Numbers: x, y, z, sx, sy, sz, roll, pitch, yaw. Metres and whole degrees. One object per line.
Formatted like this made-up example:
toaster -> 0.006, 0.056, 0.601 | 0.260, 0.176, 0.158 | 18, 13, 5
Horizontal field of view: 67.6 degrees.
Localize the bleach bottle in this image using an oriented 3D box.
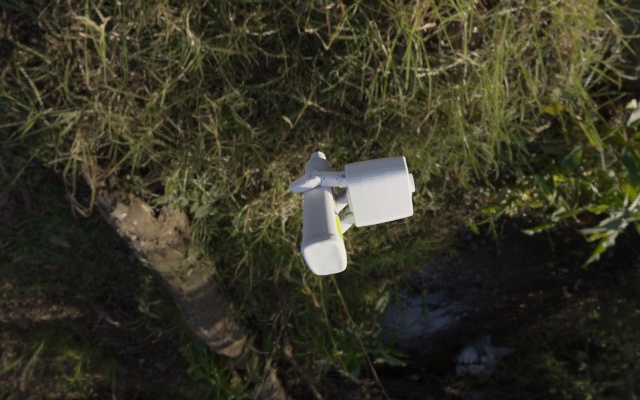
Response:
bleach bottle -> 0.000, 0.003, 0.861 | 0.068, 0.250, 0.103 | -11, -41, 7
